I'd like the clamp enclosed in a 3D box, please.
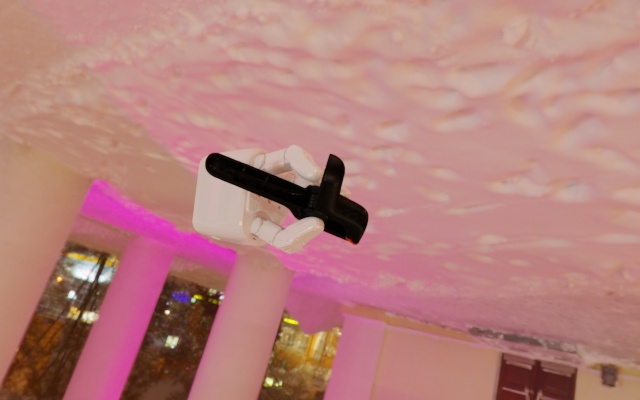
[{"bbox_3d":[0.000,0.003,0.517,0.164,0.036,0.210,2,-22,41],"label":"clamp"}]
